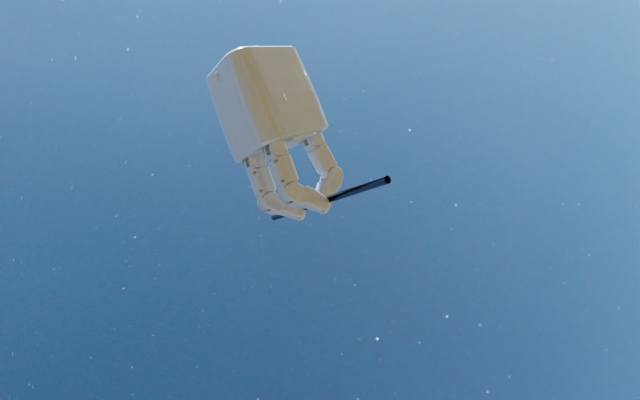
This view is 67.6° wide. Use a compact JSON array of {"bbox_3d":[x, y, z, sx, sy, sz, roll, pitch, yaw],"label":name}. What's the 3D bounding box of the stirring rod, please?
[{"bbox_3d":[0.000,0.002,0.551,0.011,0.011,0.239,0,-10,-32],"label":"stirring rod"}]
